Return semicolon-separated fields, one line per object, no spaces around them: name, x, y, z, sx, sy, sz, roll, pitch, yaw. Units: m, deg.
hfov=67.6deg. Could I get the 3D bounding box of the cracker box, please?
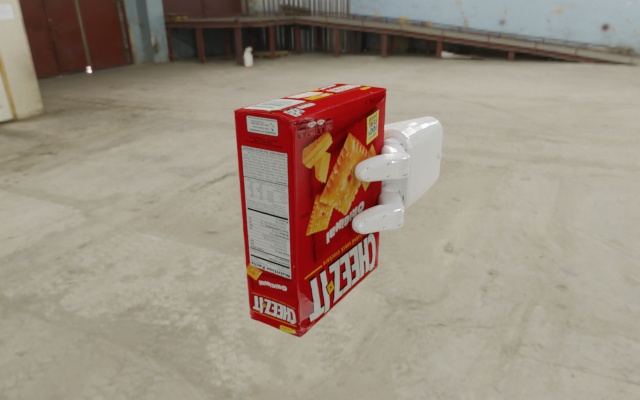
cracker box;0.000;0.001;0.483;0.072;0.214;0.164;14;26;32
